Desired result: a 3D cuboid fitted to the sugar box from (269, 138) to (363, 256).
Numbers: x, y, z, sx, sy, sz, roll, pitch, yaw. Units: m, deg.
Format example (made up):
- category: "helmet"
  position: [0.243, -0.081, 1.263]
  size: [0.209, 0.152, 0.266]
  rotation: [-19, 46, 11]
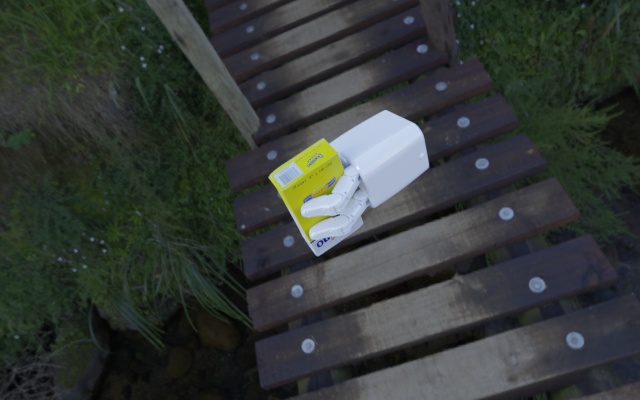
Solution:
- category: "sugar box"
  position: [0.000, 0.002, 0.694]
  size: [0.093, 0.176, 0.048]
  rotation: [-34, 49, -7]
